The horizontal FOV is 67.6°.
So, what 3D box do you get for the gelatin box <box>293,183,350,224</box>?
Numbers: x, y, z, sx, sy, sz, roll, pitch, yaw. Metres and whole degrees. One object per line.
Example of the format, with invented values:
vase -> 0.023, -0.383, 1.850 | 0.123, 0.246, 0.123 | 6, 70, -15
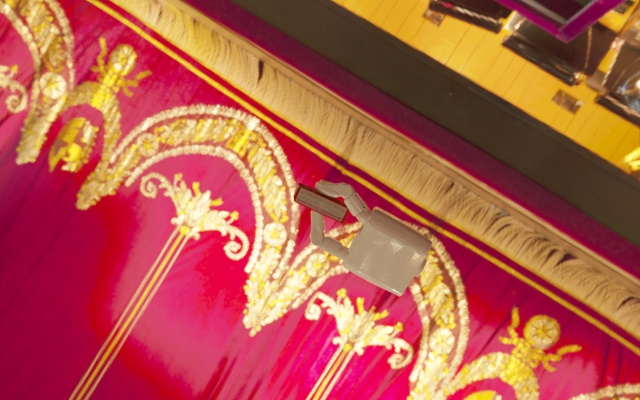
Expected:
gelatin box -> 0.000, 0.003, 0.777 | 0.089, 0.030, 0.073 | 24, 5, -6
